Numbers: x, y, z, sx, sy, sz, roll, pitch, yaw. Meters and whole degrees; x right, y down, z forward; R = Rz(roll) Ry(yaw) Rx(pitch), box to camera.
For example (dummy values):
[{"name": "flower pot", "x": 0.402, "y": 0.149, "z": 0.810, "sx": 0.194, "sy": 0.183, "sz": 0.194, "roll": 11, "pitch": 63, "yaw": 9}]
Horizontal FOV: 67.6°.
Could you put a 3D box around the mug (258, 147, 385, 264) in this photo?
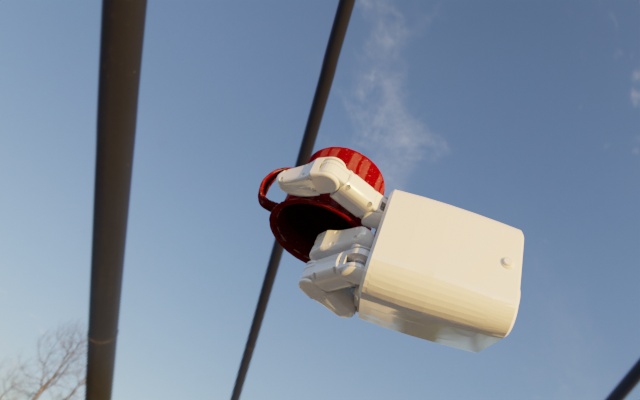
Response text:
[{"name": "mug", "x": -0.001, "y": 0.001, "z": 0.444, "sx": 0.117, "sy": 0.081, "sz": 0.093, "roll": 17, "pitch": -40, "yaw": 11}]
